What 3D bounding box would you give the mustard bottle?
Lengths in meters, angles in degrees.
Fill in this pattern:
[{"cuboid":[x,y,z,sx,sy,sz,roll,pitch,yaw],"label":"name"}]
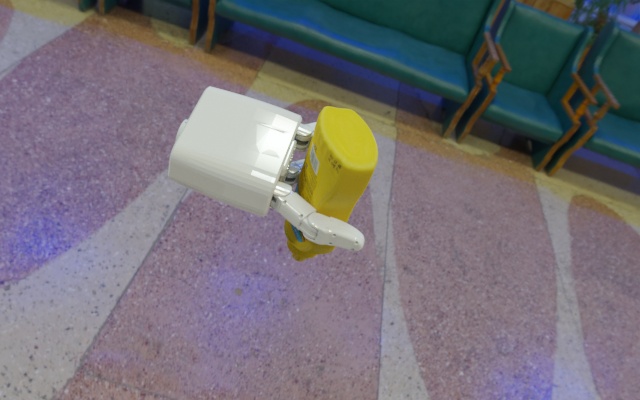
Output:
[{"cuboid":[0.000,0.002,0.517,0.058,0.096,0.192,3,-45,-21],"label":"mustard bottle"}]
